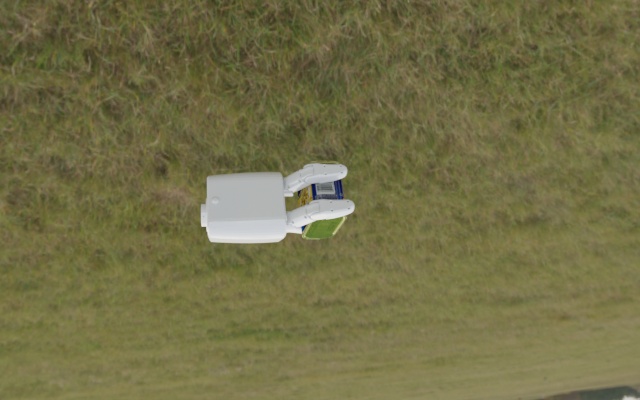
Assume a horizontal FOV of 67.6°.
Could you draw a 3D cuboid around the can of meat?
[{"bbox_3d":[0.000,0.003,0.710,0.057,0.084,0.102,0,-26,-15],"label":"can of meat"}]
